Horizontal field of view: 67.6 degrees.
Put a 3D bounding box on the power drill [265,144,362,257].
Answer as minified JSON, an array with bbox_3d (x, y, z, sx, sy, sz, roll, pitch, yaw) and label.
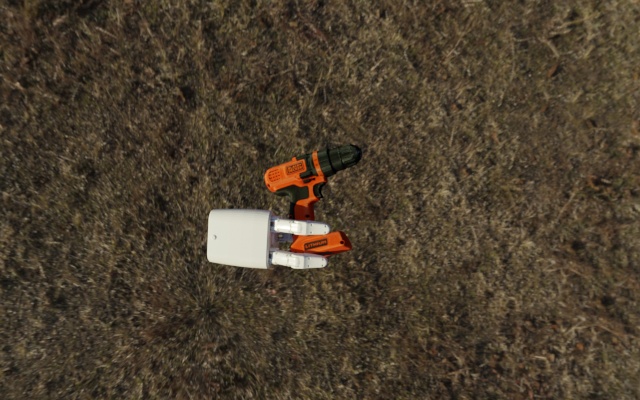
[{"bbox_3d":[0.000,0.003,0.842,0.184,0.187,0.057,-17,-20,16],"label":"power drill"}]
